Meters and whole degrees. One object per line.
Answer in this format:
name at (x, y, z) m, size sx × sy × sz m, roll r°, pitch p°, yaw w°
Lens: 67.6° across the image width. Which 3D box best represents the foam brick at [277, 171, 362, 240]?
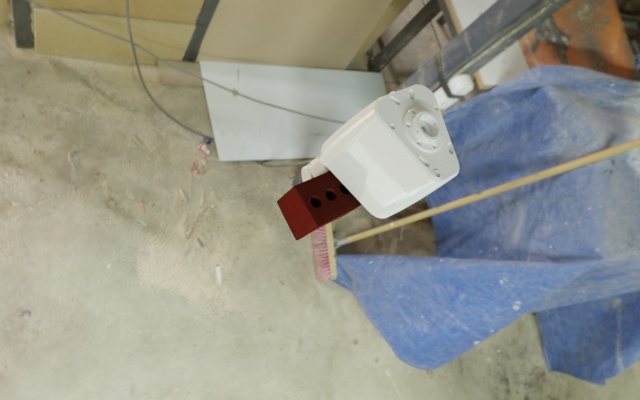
foam brick at (0.000, 0.002, 0.549) m, size 0.078 × 0.053 × 0.051 m, roll -26°, pitch -6°, yaw -35°
